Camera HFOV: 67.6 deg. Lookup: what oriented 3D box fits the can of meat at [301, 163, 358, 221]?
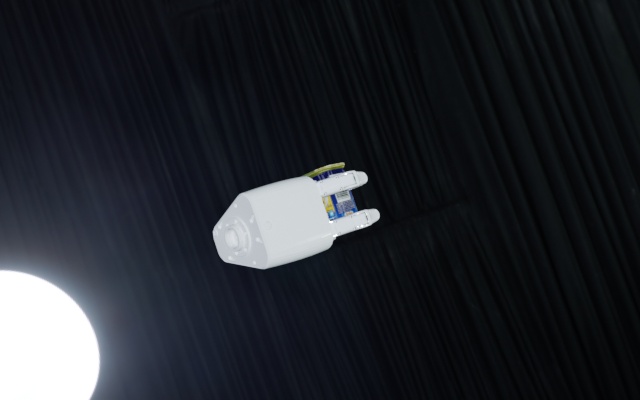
[{"bbox_3d":[0.000,0.003,0.686,0.102,0.084,0.057,-22,-5,42],"label":"can of meat"}]
